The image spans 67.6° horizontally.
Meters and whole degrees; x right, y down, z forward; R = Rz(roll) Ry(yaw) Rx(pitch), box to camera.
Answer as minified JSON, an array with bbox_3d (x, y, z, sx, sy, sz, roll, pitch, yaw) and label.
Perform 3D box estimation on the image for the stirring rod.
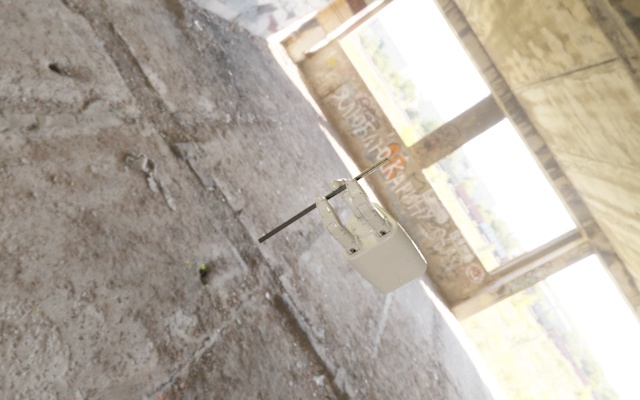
[{"bbox_3d":[0.000,0.002,0.728,0.239,0.011,0.011,-33,-10,16],"label":"stirring rod"}]
